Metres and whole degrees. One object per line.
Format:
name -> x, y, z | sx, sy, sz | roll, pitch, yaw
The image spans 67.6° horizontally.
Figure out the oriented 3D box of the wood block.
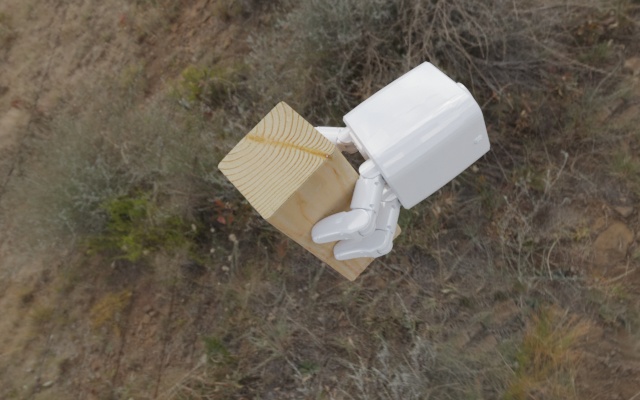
wood block -> 0.000, 0.001, 0.511 | 0.090, 0.090, 0.206 | 45, 0, 35
